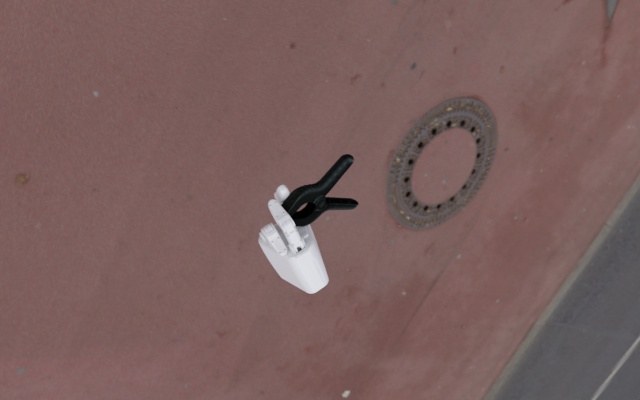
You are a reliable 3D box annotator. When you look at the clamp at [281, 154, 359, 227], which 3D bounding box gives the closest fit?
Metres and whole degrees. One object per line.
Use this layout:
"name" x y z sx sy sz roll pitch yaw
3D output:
"clamp" 0.000 0.003 0.854 0.171 0.120 0.039 -33 39 -12
